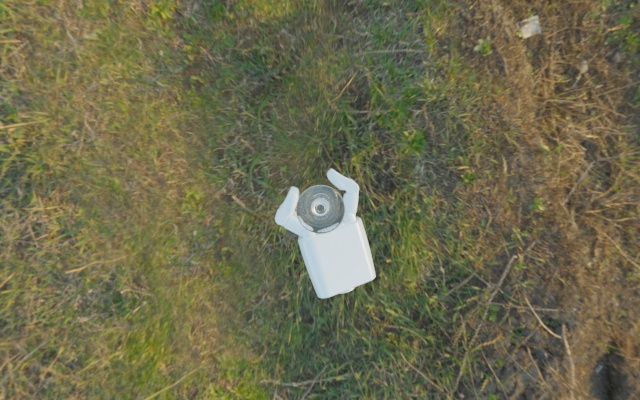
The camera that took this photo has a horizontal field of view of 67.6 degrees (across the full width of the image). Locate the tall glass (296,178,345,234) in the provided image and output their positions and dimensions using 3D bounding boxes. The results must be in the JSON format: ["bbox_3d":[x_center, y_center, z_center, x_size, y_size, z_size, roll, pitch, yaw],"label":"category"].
[{"bbox_3d":[0.000,0.003,0.816,0.079,0.079,0.201,0,7,0],"label":"tall glass"}]
